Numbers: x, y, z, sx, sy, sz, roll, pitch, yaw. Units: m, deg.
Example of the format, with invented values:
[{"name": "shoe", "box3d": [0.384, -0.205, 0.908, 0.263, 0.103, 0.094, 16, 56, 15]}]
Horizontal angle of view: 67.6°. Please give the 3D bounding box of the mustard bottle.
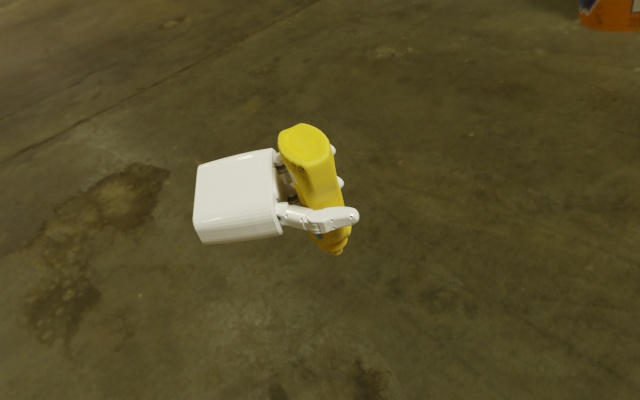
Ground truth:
[{"name": "mustard bottle", "box3d": [0.000, 0.002, 0.618, 0.058, 0.192, 0.096, -26, 40, -11]}]
